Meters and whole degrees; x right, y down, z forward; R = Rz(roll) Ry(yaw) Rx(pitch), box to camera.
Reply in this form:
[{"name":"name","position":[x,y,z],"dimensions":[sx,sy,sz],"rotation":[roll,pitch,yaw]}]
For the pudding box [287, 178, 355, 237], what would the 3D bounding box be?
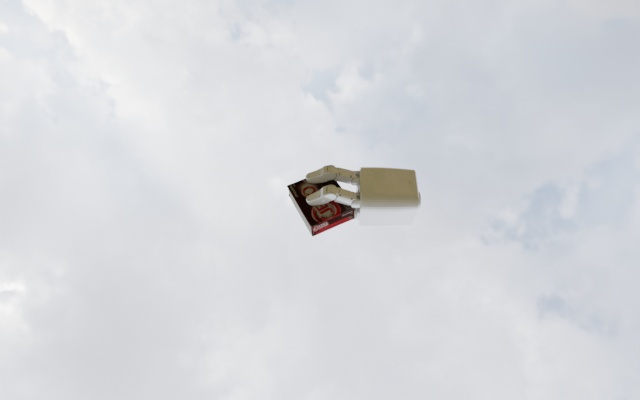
[{"name":"pudding box","position":[0.000,0.003,0.896],"dimensions":[0.090,0.113,0.039],"rotation":[-22,-39,-15]}]
